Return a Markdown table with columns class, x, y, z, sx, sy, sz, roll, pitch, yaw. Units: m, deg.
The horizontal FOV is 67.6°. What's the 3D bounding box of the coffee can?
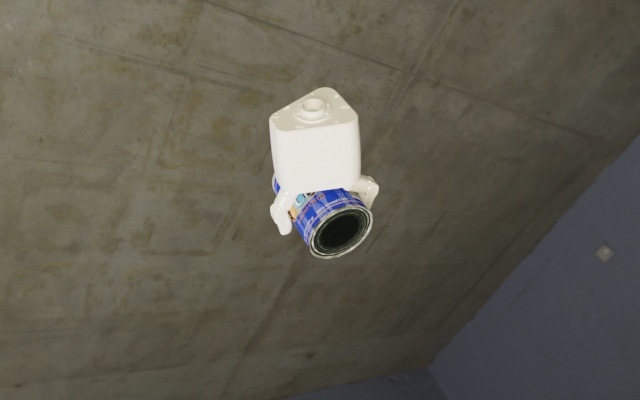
| class | x | y | z | sx | sy | sz | roll | pitch | yaw |
| --- | --- | --- | --- | --- | --- | --- | --- | --- | --- |
| coffee can | 0.000 | 0.002 | 0.721 | 0.103 | 0.103 | 0.140 | 0 | 39 | -34 |
